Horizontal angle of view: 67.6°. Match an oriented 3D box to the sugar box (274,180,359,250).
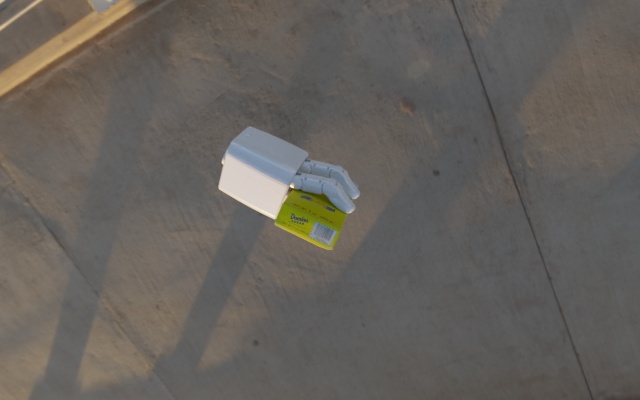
[{"bbox_3d":[0.000,0.002,0.749,0.093,0.048,0.176,26,29,0],"label":"sugar box"}]
